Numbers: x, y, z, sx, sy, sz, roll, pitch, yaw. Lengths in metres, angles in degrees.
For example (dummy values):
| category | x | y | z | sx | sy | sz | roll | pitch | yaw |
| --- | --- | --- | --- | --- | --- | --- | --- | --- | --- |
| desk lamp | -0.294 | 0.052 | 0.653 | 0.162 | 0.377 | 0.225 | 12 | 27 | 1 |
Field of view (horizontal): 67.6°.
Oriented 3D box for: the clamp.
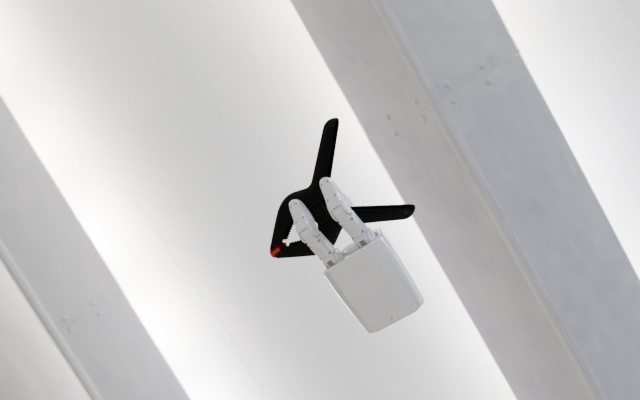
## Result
| category | x | y | z | sx | sy | sz | roll | pitch | yaw |
| --- | --- | --- | --- | --- | --- | --- | --- | --- | --- |
| clamp | 0.000 | 0.002 | 0.656 | 0.210 | 0.164 | 0.036 | -35 | -3 | 22 |
